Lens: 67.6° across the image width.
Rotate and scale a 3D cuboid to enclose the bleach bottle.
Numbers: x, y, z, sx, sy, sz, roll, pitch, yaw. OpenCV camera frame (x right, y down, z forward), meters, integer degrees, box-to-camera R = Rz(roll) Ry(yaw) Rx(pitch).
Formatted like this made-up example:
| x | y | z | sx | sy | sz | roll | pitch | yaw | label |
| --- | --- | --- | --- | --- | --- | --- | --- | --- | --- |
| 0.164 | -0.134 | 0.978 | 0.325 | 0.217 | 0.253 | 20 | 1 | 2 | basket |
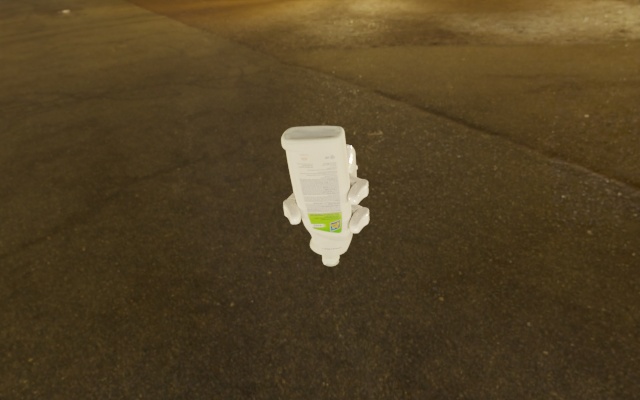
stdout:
| x | y | z | sx | sy | sz | roll | pitch | yaw | label |
| --- | --- | --- | --- | --- | --- | --- | --- | --- | --- |
| 0.000 | 0.003 | 0.805 | 0.102 | 0.251 | 0.068 | 0 | 30 | 9 | bleach bottle |
